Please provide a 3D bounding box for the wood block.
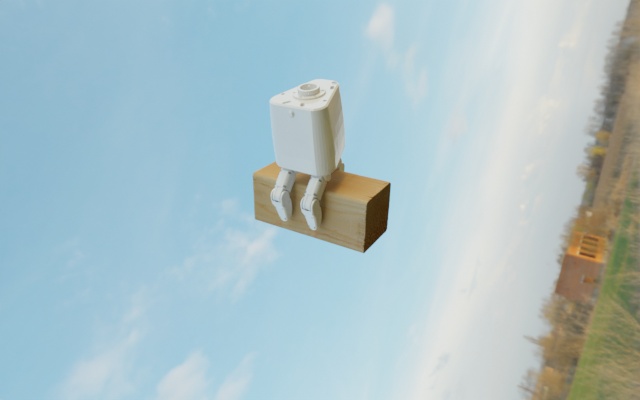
[{"bbox_3d":[0.000,0.002,0.779,0.206,0.090,0.090,15,30,27],"label":"wood block"}]
